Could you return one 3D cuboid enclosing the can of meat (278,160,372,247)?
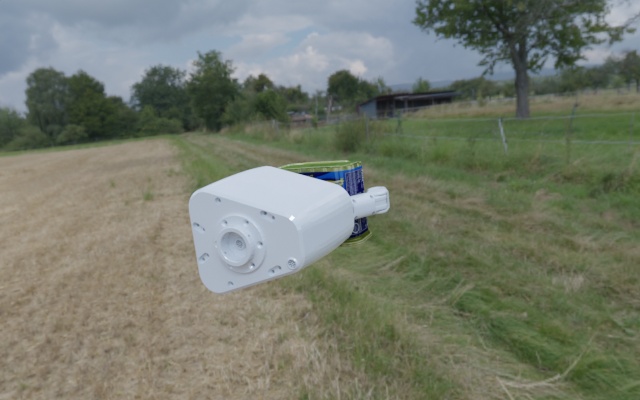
[{"bbox_3d":[0.000,0.001,0.522,0.102,0.084,0.057,-1,12,27],"label":"can of meat"}]
